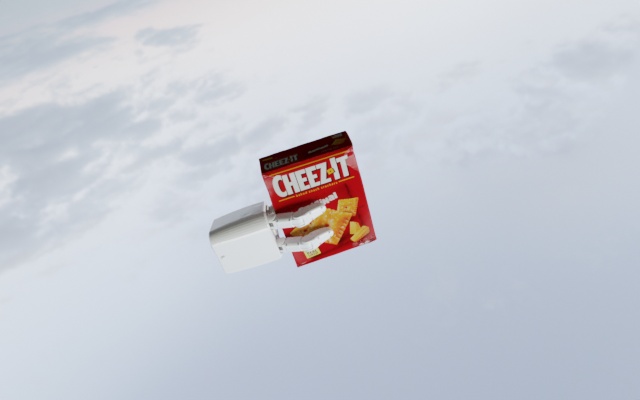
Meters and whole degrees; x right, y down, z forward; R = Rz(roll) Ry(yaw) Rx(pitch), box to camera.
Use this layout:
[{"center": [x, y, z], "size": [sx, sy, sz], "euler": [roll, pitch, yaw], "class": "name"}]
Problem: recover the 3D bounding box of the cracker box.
[{"center": [0.000, 0.003, 0.868], "size": [0.164, 0.214, 0.072], "euler": [-18, 33, -1], "class": "cracker box"}]
